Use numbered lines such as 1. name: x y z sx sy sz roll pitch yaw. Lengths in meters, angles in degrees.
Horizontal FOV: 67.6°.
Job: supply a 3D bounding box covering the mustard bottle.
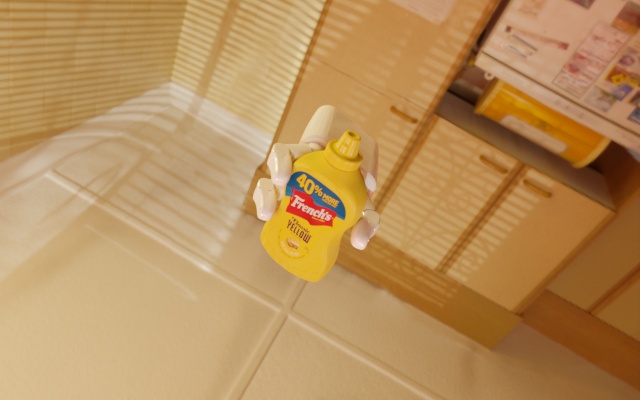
1. mustard bottle: 0.000 0.002 0.548 0.096 0.192 0.058 37 37 15
